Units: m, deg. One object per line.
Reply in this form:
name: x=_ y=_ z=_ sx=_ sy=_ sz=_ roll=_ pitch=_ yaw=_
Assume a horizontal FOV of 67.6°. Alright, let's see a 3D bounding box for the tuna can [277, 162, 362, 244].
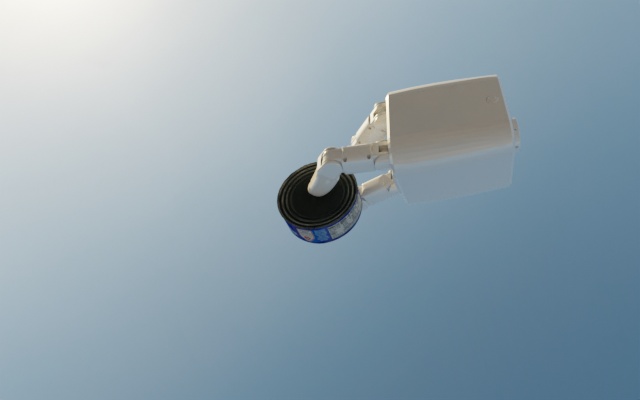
tuna can: x=0.000 y=0.002 z=0.502 sx=0.086 sy=0.086 sz=0.034 roll=0 pitch=-35 yaw=18
